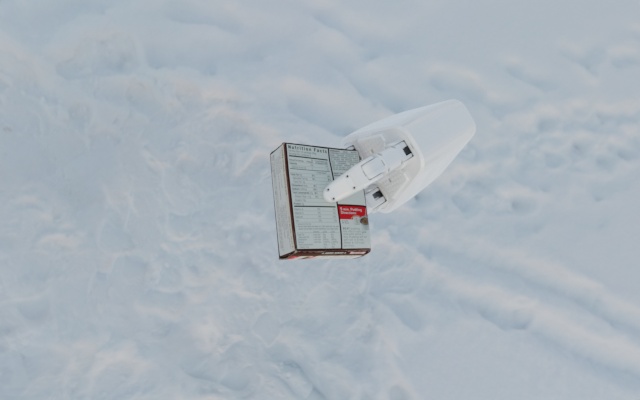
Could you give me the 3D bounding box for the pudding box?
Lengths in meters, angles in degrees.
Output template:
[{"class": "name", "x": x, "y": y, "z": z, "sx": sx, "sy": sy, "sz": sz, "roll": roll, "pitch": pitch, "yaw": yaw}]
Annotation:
[{"class": "pudding box", "x": 0.000, "y": 0.002, "z": 0.479, "sx": 0.090, "sy": 0.113, "sz": 0.039, "roll": 3, "pitch": -20, "yaw": -29}]
